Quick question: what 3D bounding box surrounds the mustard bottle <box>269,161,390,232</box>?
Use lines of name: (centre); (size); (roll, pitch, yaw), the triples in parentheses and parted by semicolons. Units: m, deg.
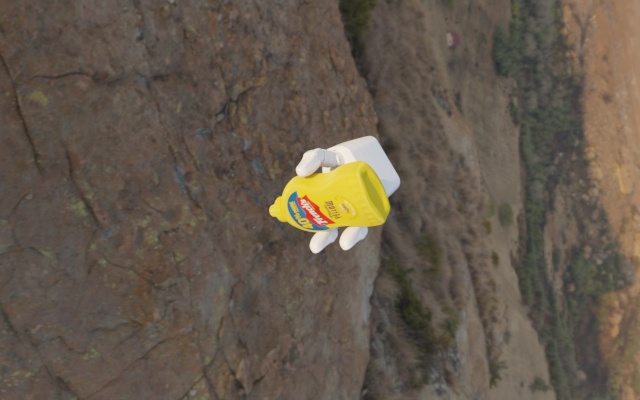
mustard bottle: (0.000, 0.002, 0.710); (0.191, 0.096, 0.058); (-10, 36, 36)
